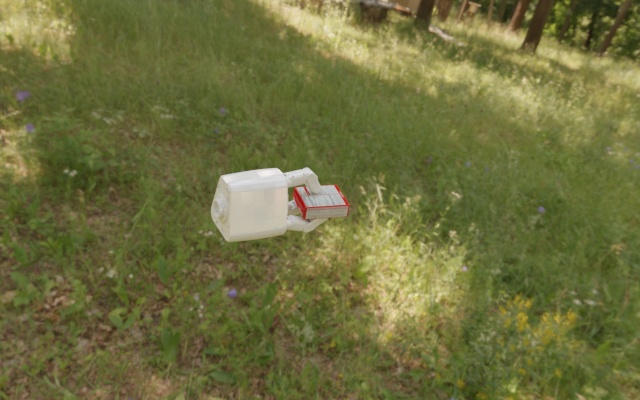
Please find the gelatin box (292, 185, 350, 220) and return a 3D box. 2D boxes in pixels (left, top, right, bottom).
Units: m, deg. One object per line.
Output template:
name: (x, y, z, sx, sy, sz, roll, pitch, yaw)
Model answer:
gelatin box: (0.001, 0.003, 0.892, 0.089, 0.030, 0.073, -4, 34, -19)
